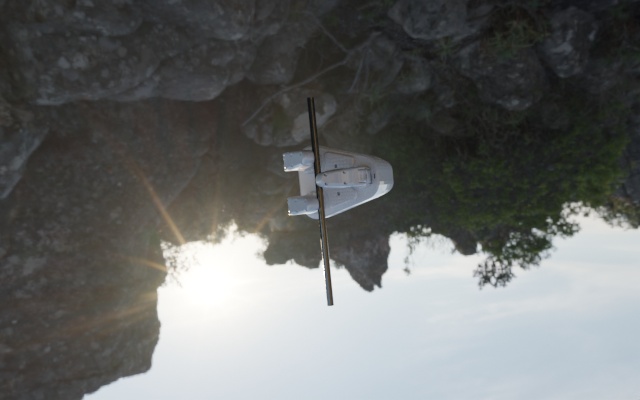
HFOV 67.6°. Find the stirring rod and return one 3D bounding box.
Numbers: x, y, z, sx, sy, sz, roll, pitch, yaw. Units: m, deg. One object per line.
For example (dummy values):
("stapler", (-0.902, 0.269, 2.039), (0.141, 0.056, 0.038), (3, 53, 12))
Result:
("stirring rod", (0.000, 0.002, 0.551), (0.011, 0.239, 0.011), (-6, 1, 0))
